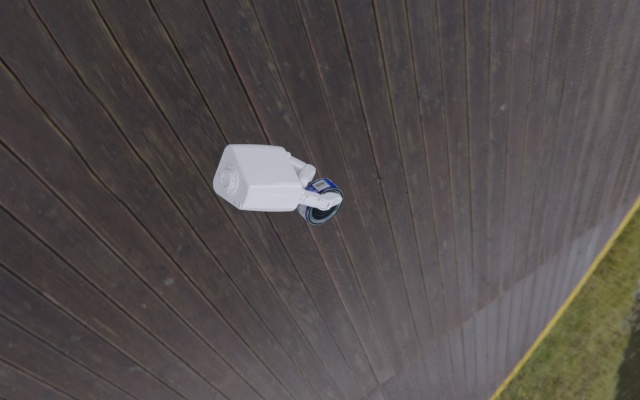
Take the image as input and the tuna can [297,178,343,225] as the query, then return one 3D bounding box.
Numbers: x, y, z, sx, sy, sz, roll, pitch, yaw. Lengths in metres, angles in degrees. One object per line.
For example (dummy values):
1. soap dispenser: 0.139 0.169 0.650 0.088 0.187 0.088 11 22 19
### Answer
1. tuna can: 0.001 0.003 0.883 0.086 0.086 0.033 0 34 -45
